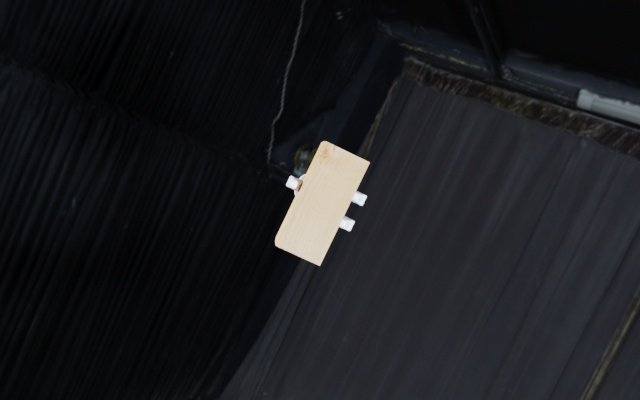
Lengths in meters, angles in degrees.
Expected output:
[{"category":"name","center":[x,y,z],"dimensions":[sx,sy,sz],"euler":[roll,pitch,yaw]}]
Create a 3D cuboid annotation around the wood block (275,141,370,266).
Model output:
[{"category":"wood block","center":[0.000,0.003,0.887],"dimensions":[0.091,0.206,0.090],"euler":[25,3,-7]}]
